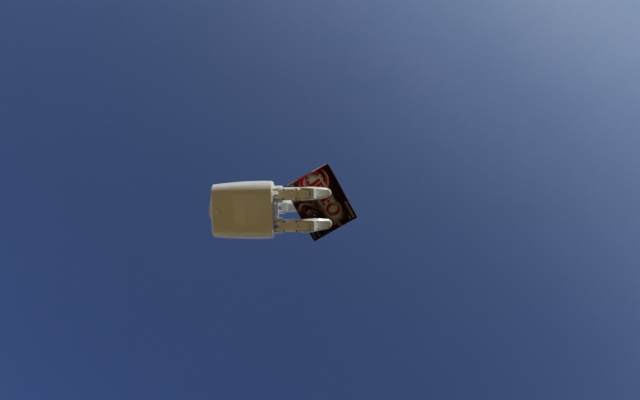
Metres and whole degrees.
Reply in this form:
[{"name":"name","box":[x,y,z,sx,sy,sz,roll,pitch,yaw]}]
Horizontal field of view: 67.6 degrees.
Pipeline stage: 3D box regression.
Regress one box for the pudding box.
[{"name":"pudding box","box":[0.000,0.003,0.859,0.090,0.113,0.039,-29,5,-1]}]
